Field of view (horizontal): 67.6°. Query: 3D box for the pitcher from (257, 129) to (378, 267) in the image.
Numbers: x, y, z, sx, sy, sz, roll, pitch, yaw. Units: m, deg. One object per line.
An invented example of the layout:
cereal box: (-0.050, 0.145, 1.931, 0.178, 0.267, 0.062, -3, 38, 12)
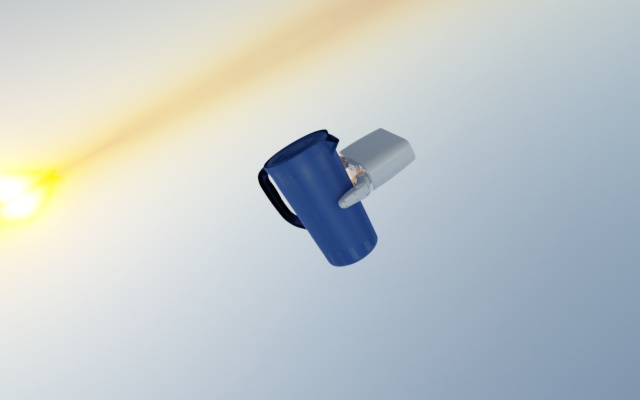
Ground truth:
pitcher: (0.000, 0.003, 0.893, 0.145, 0.243, 0.149, -34, 18, -14)
